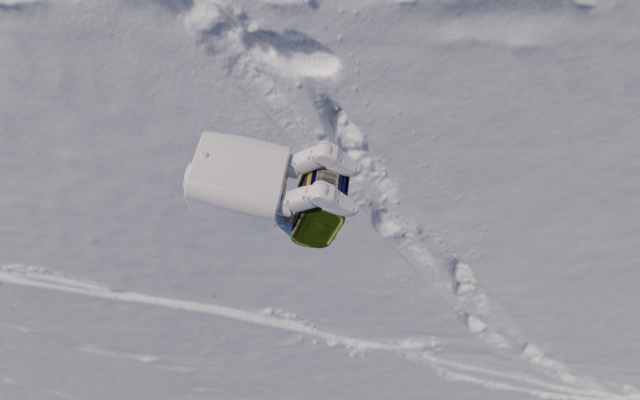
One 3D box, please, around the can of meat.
[{"bbox_3d":[0.000,0.002,0.597,0.057,0.084,0.102,15,-34,-8],"label":"can of meat"}]
